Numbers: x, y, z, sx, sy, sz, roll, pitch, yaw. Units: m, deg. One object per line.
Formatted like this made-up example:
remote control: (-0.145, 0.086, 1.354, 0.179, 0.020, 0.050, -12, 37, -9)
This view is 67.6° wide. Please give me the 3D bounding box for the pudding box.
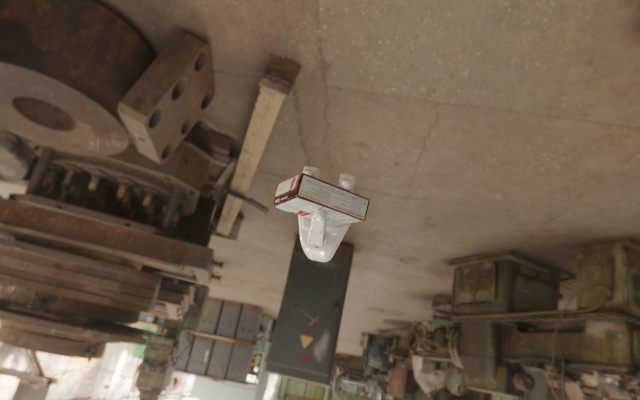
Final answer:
pudding box: (0.000, 0.002, 0.688, 0.113, 0.039, 0.090, 19, -17, -23)
